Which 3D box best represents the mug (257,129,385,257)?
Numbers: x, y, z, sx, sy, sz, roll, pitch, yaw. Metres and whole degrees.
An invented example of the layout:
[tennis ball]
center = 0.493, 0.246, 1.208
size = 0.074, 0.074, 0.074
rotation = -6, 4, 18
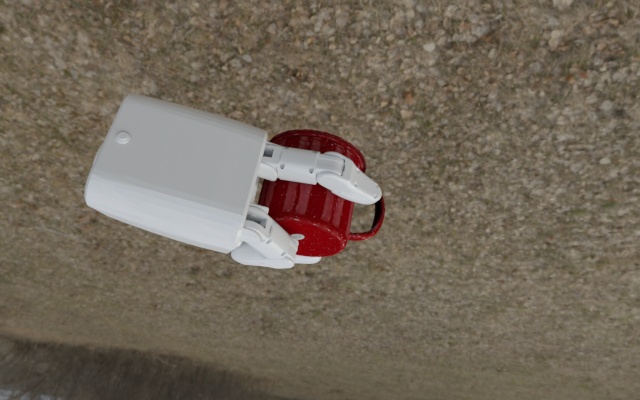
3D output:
[mug]
center = 0.001, 0.002, 0.419
size = 0.117, 0.081, 0.093
rotation = 17, -27, -10
